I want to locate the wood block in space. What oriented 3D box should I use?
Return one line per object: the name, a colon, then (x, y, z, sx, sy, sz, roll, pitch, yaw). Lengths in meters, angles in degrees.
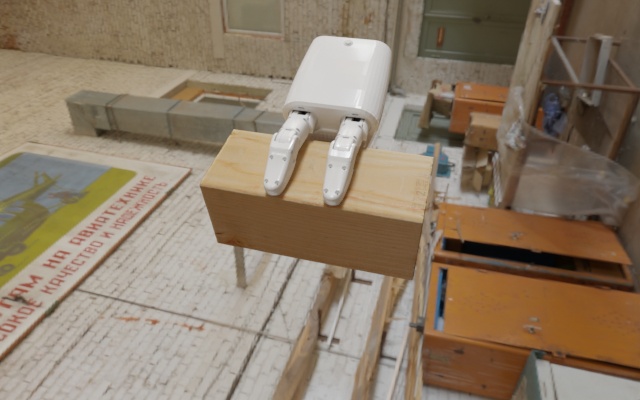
wood block: (0.000, 0.001, 0.481, 0.206, 0.090, 0.091, 9, -42, 12)
